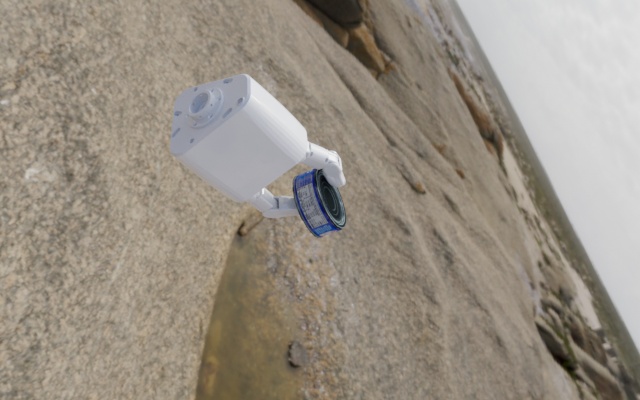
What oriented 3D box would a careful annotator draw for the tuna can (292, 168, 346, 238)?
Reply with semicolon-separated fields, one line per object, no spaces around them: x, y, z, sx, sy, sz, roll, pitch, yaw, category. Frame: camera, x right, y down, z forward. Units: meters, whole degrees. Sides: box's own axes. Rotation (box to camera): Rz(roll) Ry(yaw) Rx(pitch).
0.001;0.002;0.603;0.034;0.086;0.086;-22;-7;19;tuna can
